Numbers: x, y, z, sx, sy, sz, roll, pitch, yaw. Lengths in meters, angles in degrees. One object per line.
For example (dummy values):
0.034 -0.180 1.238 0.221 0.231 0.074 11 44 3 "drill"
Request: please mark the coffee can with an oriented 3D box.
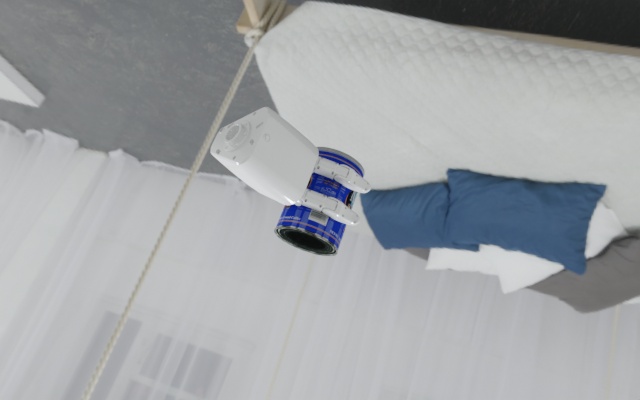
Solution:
0.000 0.002 0.746 0.103 0.140 0.103 18 -21 7 "coffee can"
